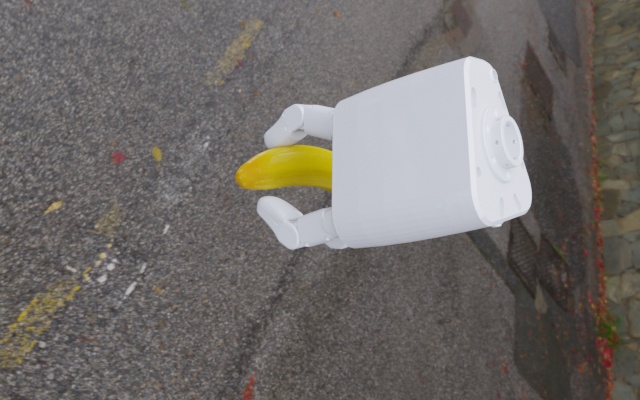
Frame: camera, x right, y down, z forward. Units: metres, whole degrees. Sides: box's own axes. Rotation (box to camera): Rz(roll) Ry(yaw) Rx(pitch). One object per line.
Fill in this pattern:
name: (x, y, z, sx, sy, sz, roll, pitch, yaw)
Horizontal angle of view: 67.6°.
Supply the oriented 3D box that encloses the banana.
banana: (0.005, -0.015, 0.457, 0.037, 0.069, 0.198, -8, -24, 41)
